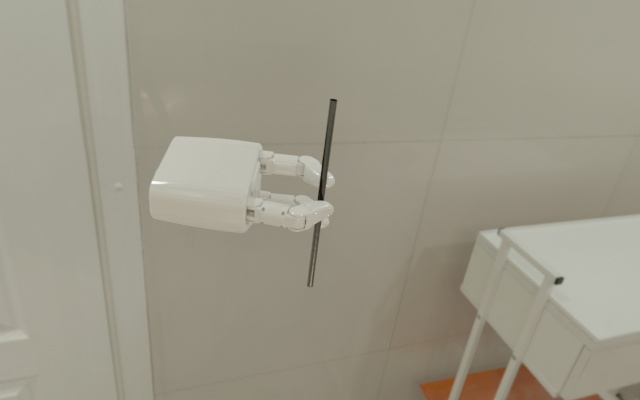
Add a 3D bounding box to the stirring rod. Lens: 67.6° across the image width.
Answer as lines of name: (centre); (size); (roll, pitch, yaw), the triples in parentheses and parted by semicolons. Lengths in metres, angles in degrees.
stirring rod: (0.000, 0.002, 0.549); (0.011, 0.240, 0.011); (6, 28, -3)
